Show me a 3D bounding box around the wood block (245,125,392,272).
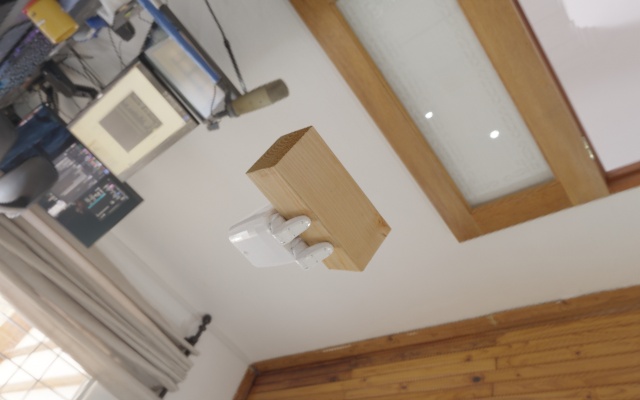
[{"bbox_3d":[0.000,0.002,0.712,0.090,0.206,0.090,-7,38,54],"label":"wood block"}]
